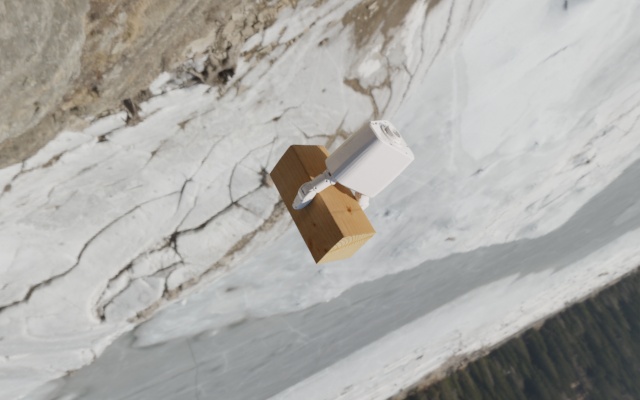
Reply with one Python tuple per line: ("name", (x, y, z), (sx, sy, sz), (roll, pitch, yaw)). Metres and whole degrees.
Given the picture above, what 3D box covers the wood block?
("wood block", (0.000, 0.003, 0.886), (0.091, 0.206, 0.090), (-4, -34, -44))
